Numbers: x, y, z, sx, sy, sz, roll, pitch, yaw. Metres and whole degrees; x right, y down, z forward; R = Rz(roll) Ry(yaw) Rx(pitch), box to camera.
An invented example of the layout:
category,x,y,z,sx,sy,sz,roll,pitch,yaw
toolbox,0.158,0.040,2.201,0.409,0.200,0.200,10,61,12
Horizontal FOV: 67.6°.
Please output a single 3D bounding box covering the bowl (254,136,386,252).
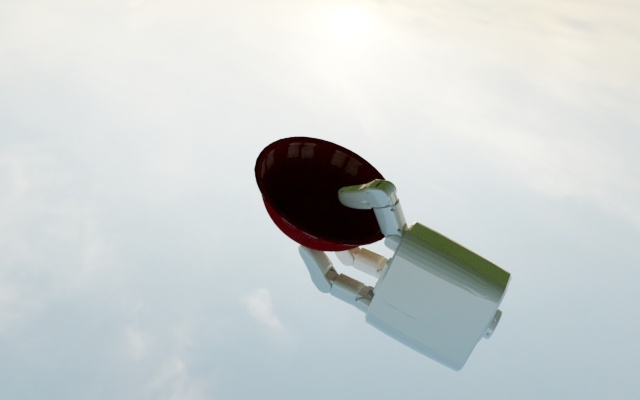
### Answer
category,x,y,z,sx,sy,sz,roll,pitch,yaw
bowl,-0.001,0.001,0.519,0.162,0.162,0.055,0,-43,-29
